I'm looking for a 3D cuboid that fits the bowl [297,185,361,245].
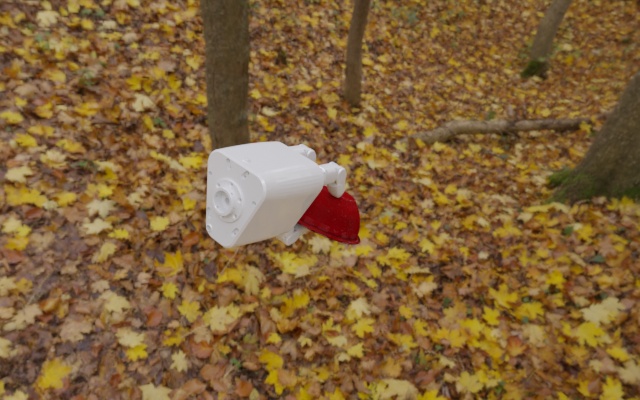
[{"bbox_3d":[0.001,0.002,0.717,0.162,0.055,0.162,27,10,-5],"label":"bowl"}]
